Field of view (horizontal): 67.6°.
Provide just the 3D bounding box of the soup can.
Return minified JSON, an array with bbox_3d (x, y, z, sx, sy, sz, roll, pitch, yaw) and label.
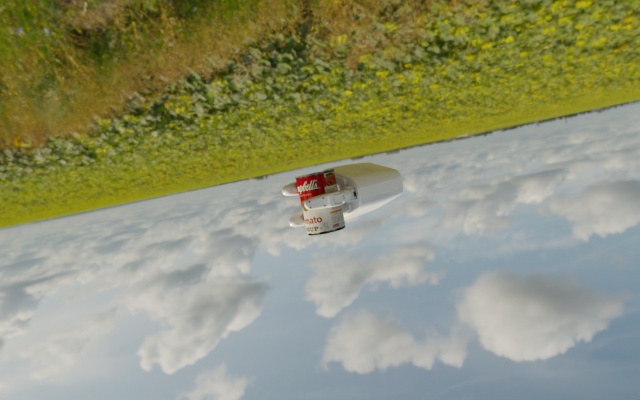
[{"bbox_3d":[0.000,0.003,0.810,0.068,0.102,0.068,-12,4,1],"label":"soup can"}]
